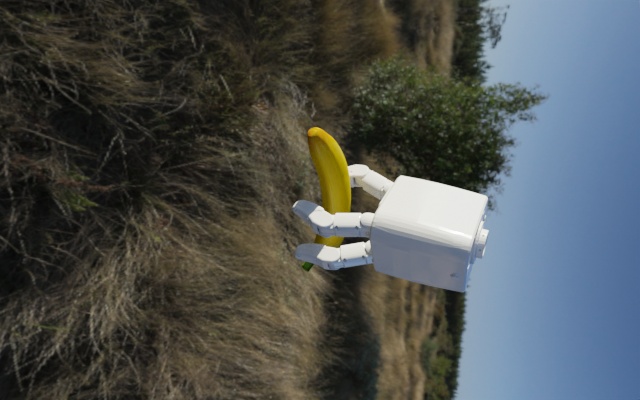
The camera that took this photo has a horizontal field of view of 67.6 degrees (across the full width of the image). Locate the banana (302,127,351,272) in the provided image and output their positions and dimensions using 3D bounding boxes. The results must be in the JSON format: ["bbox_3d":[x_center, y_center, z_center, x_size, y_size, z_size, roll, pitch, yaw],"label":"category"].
[{"bbox_3d":[0.011,-0.002,0.588,0.037,0.198,0.069,20,34,29],"label":"banana"}]
